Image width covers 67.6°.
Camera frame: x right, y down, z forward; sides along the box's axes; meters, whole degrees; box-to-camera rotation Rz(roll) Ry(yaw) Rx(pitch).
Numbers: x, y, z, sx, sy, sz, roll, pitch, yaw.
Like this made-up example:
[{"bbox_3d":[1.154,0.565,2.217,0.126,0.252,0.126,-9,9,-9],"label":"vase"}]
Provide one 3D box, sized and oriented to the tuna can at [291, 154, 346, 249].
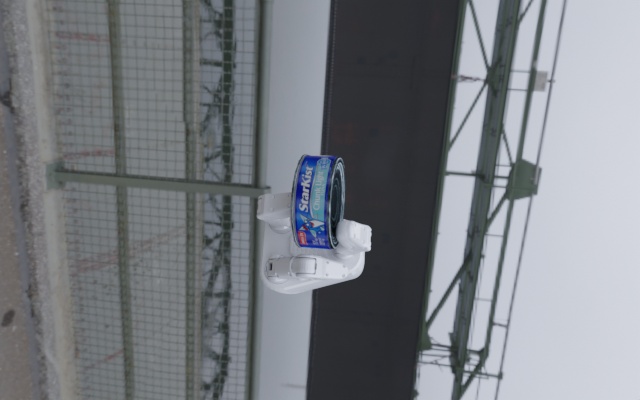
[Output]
[{"bbox_3d":[0.001,0.001,0.433,0.034,0.086,0.086,4,1,11],"label":"tuna can"}]
